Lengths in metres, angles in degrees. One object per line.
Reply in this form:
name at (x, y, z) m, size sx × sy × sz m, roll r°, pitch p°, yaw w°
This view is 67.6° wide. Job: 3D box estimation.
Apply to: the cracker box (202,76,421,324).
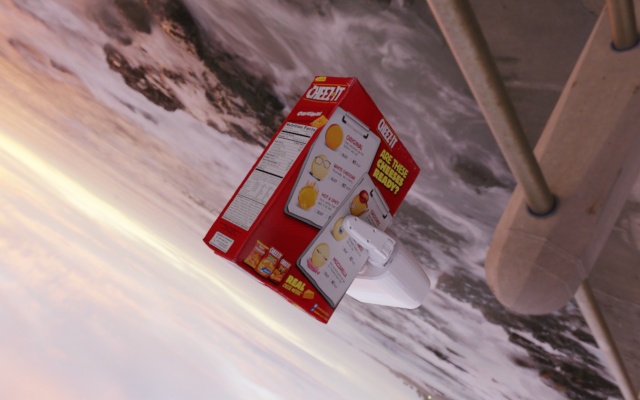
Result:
cracker box at (0.000, 0.002, 0.513) m, size 0.072 × 0.213 × 0.164 m, roll 20°, pitch -18°, yaw 45°
